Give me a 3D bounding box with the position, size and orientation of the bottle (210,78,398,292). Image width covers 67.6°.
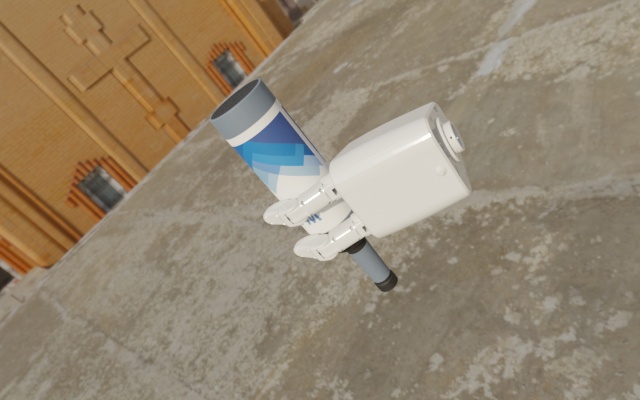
[{"bbox_3d":[0.000,0.002,0.538,0.069,0.069,0.296,0,-44,54],"label":"bottle"}]
